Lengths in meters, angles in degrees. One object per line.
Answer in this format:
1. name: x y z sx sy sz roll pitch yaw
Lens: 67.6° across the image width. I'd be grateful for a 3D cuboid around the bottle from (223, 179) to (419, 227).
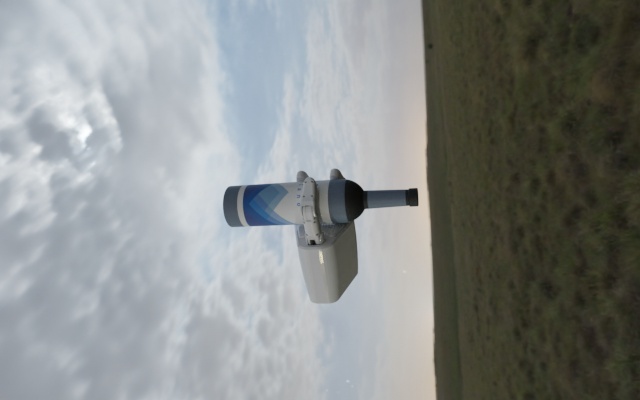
1. bottle: 0.000 0.002 0.733 0.296 0.069 0.069 -3 -1 13
